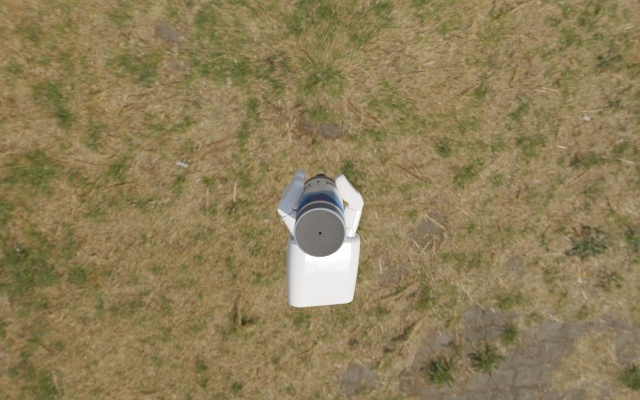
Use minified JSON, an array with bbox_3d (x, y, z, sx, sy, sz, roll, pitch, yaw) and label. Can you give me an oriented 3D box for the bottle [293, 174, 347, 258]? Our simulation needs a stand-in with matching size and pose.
[{"bbox_3d":[0.000,0.002,0.733,0.069,0.069,0.295,0,15,0],"label":"bottle"}]
